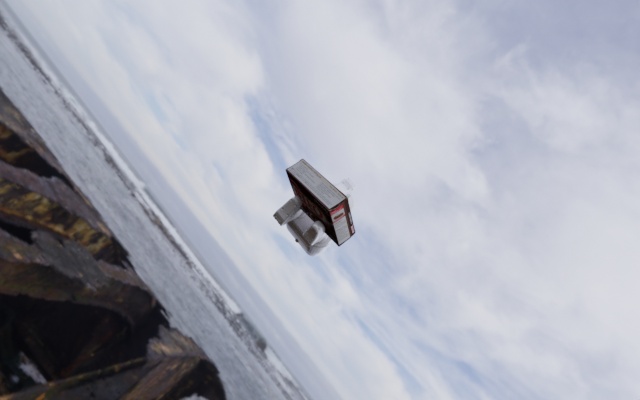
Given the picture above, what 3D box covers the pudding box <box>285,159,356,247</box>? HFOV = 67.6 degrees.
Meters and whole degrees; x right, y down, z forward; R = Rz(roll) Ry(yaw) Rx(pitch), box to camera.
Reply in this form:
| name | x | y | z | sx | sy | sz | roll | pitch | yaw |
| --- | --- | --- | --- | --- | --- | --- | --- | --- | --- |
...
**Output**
| name | x | y | z | sx | sy | sz | roll | pitch | yaw |
| --- | --- | --- | --- | --- | --- | --- | --- | --- | --- |
| pudding box | 0.000 | 0.002 | 0.713 | 0.039 | 0.090 | 0.113 | -38 | 53 | -16 |
